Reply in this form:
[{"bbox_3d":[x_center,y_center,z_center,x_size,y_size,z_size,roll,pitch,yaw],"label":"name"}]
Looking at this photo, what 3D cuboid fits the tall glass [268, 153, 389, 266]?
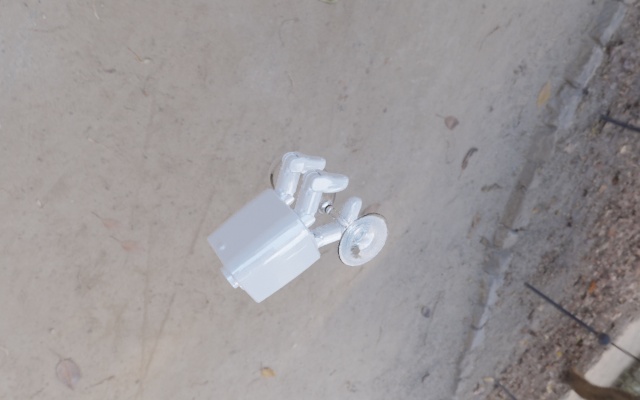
[{"bbox_3d":[0.001,0.002,0.641,0.079,0.079,0.201,0,28,-36],"label":"tall glass"}]
